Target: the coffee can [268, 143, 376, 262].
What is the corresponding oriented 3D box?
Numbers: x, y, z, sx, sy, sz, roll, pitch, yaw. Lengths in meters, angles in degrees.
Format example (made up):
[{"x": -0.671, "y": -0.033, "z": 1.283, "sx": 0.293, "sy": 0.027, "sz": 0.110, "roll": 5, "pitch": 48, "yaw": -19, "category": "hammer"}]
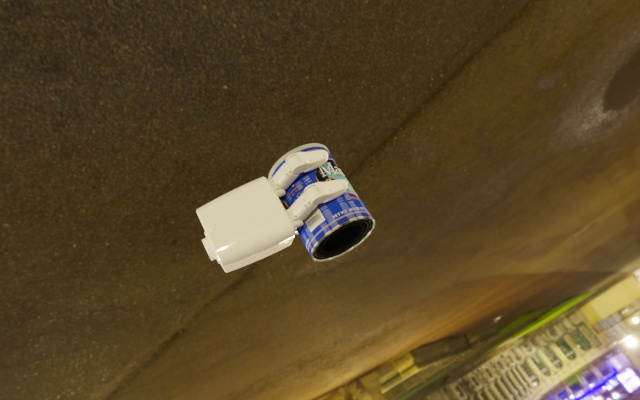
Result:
[{"x": 0.000, "y": 0.002, "z": 0.693, "sx": 0.103, "sy": 0.140, "sz": 0.103, "roll": -25, "pitch": -27, "yaw": -14, "category": "coffee can"}]
